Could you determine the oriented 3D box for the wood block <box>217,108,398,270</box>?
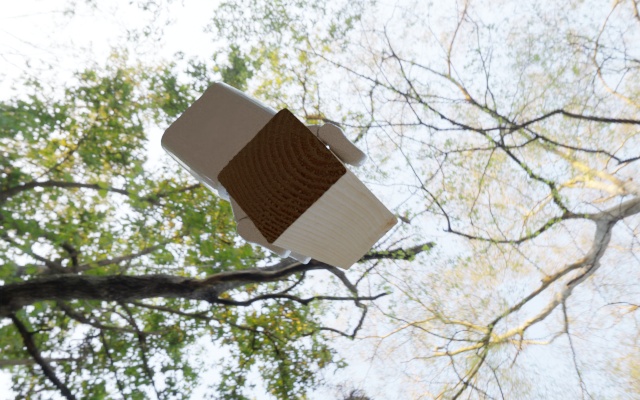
[{"bbox_3d":[0.000,0.001,0.496,0.090,0.091,0.206,48,6,24],"label":"wood block"}]
